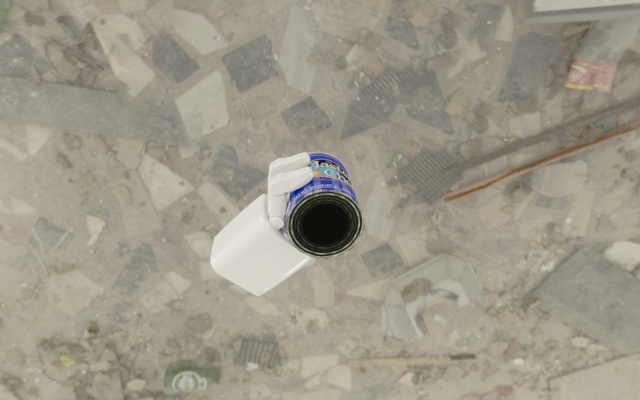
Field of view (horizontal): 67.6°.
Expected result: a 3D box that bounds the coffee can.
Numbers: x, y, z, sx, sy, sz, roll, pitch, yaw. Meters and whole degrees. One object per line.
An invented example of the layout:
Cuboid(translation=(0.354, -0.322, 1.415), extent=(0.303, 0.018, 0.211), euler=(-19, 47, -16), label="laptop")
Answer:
Cuboid(translation=(0.000, 0.002, 0.680), extent=(0.103, 0.103, 0.140), euler=(0, 26, -6), label="coffee can")
